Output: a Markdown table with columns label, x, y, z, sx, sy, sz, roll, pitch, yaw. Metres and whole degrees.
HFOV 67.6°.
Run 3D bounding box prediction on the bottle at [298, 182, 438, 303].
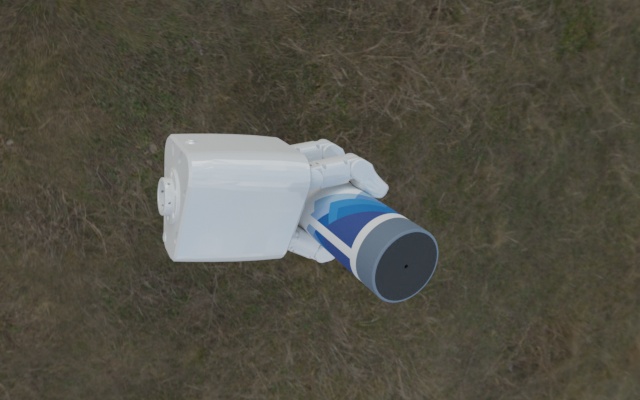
| label | x | y | z | sx | sy | sz | roll | pitch | yaw |
| --- | --- | --- | --- | --- | --- | --- | --- | --- | --- |
| bottle | 0.000 | 0.002 | 0.502 | 0.069 | 0.069 | 0.295 | 0 | 21 | -30 |
